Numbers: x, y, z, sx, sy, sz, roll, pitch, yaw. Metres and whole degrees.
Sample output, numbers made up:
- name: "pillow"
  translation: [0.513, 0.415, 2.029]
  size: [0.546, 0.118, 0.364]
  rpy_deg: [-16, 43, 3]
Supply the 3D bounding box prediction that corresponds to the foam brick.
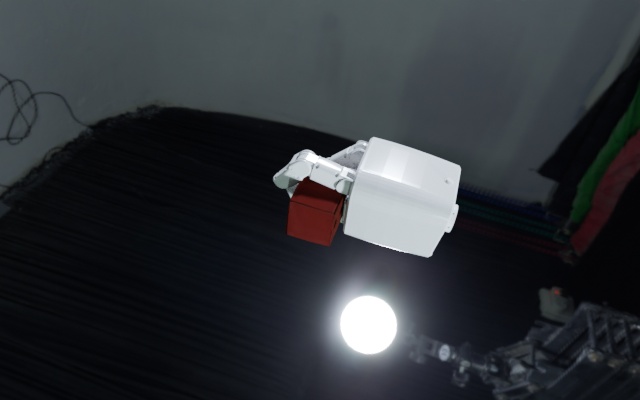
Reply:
- name: "foam brick"
  translation: [0.000, 0.002, 0.527]
  size: [0.051, 0.053, 0.078]
  rpy_deg: [18, 45, 8]
